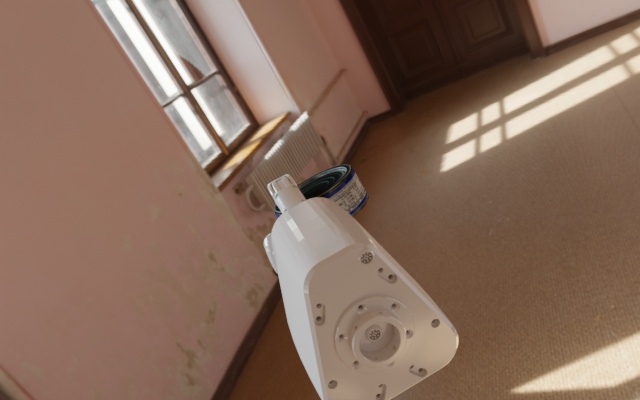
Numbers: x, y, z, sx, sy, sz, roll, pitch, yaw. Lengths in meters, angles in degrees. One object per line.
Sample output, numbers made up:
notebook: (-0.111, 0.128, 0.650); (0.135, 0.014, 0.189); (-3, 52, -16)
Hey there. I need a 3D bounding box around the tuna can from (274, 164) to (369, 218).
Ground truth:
tuna can: (0.000, 0.001, 0.449); (0.086, 0.034, 0.086); (-28, 16, 9)
